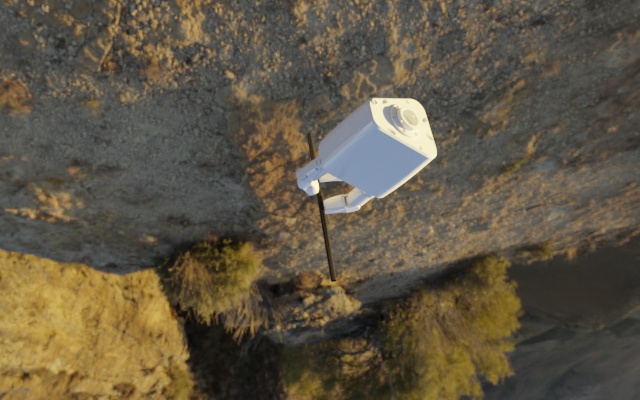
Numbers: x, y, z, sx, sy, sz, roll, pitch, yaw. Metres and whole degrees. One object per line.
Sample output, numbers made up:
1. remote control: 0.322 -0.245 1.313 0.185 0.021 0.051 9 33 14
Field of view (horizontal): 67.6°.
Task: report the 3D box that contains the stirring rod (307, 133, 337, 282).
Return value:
1. stirring rod: 0.000 0.002 0.698 0.011 0.239 0.011 -8 -26 -4
